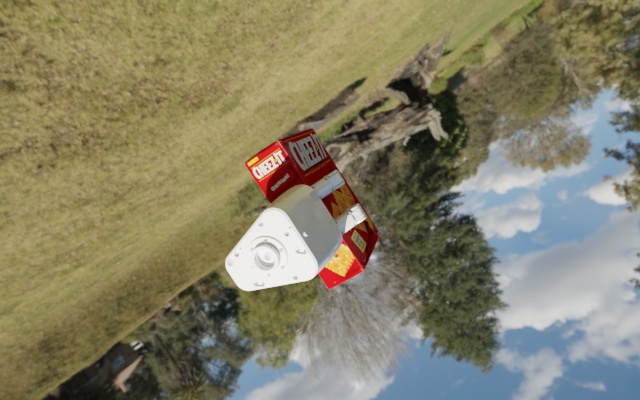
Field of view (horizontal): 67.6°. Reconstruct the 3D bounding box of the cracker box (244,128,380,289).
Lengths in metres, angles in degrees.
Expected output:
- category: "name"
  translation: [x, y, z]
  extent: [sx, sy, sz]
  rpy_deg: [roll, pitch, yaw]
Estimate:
- category: "cracker box"
  translation: [0.000, 0.003, 0.721]
  extent: [0.072, 0.214, 0.164]
  rpy_deg: [-31, 4, 21]
